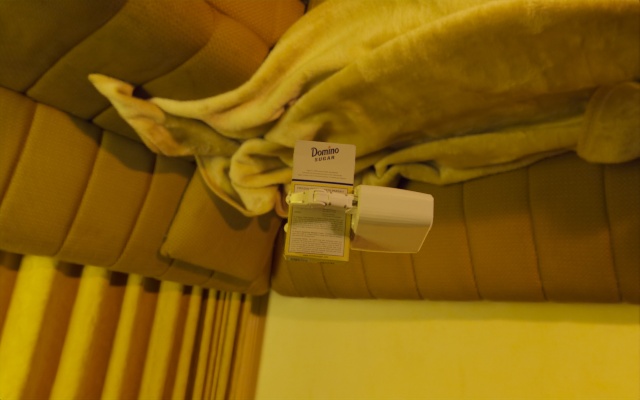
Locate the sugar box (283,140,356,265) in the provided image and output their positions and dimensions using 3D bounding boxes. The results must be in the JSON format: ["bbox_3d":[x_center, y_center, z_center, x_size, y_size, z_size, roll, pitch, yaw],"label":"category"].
[{"bbox_3d":[0.000,0.003,0.706,0.093,0.176,0.048,6,-17,-1],"label":"sugar box"}]
